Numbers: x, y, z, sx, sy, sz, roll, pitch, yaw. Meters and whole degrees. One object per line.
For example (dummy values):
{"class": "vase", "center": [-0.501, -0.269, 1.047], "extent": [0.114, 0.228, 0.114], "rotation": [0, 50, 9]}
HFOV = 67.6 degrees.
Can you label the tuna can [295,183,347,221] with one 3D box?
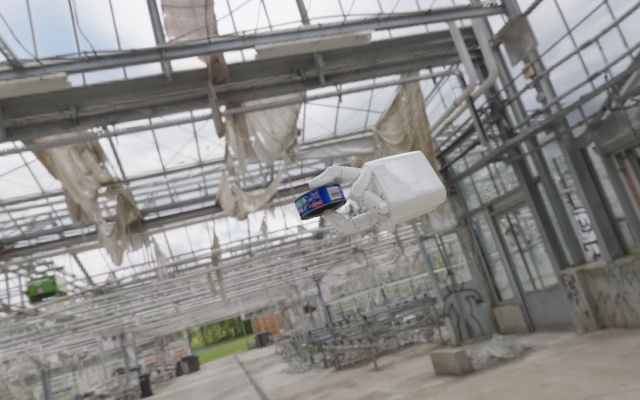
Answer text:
{"class": "tuna can", "center": [0.000, 0.002, 0.816], "extent": [0.086, 0.033, 0.086], "rotation": [-21, -11, -4]}
